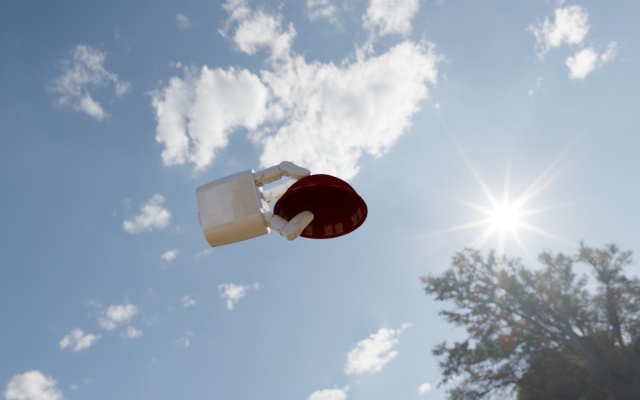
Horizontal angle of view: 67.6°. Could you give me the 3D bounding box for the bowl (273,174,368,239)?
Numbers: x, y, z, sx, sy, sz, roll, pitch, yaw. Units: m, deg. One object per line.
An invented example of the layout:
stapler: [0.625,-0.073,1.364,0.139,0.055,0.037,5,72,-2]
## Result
bowl: [0.001,0.002,0.828,0.162,0.055,0.162,0,-37,0]
